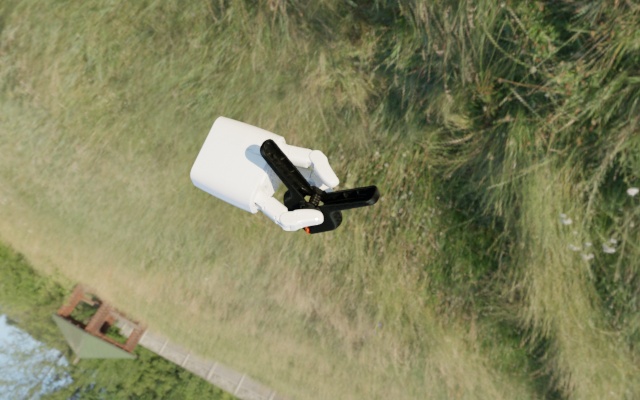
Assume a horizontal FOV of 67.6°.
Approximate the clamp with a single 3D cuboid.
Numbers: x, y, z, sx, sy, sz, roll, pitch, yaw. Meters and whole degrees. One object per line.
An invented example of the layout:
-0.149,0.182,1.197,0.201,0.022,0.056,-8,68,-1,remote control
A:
0.000,0.003,0.680,0.164,0.036,0.210,23,-25,13,clamp
